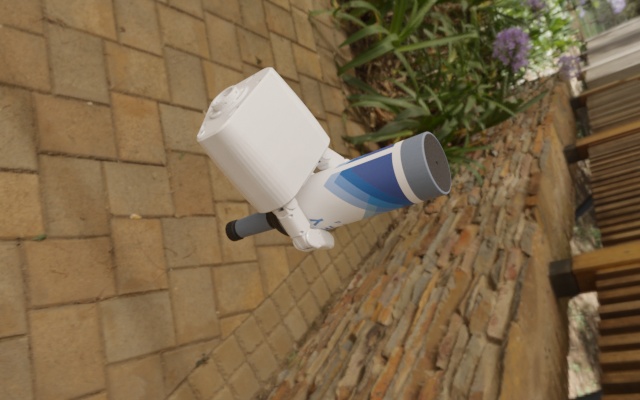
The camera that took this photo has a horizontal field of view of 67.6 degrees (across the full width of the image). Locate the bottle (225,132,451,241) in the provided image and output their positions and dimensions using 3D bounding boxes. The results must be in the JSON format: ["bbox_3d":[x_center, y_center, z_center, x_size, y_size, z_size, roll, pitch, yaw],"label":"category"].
[{"bbox_3d":[0.000,0.002,0.558,0.296,0.069,0.069,-19,-10,33],"label":"bottle"}]
